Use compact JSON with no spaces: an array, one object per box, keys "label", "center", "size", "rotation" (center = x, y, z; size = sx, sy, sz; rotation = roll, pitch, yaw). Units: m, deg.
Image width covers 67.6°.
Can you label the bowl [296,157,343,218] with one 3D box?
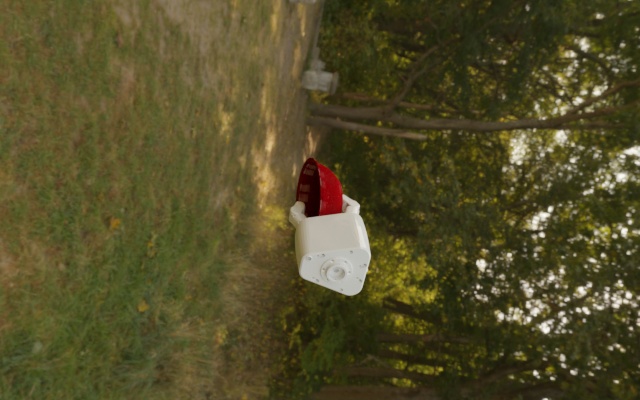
[{"label":"bowl","center":[0.000,0.002,0.884],"size":[0.055,0.162,0.162],"rotation":[3,-1,-18]}]
